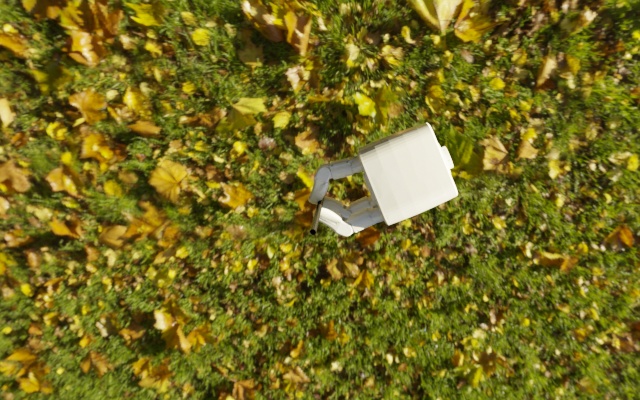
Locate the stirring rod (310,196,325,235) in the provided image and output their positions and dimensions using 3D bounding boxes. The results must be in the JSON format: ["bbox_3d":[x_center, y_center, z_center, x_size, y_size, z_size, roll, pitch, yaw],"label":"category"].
[{"bbox_3d":[0.000,0.002,0.695,0.011,0.011,0.239,0,18,5],"label":"stirring rod"}]
